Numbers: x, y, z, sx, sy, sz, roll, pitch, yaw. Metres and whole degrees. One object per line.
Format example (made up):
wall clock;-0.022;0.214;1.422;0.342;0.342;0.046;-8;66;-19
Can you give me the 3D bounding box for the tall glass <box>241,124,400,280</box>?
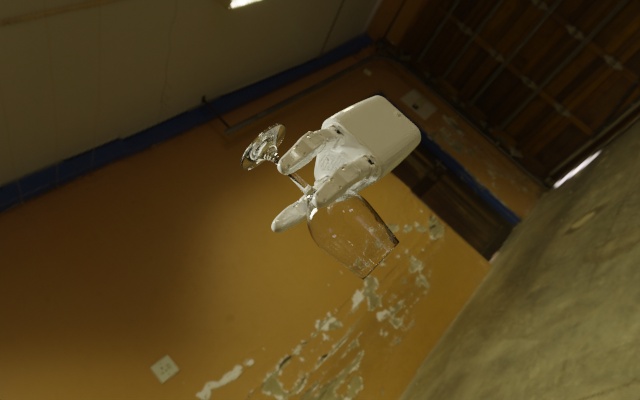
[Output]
tall glass;-0.001;0.001;0.569;0.201;0.079;0.079;44;10;11
